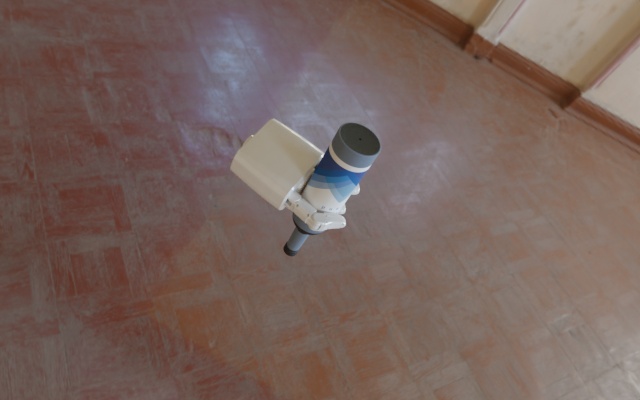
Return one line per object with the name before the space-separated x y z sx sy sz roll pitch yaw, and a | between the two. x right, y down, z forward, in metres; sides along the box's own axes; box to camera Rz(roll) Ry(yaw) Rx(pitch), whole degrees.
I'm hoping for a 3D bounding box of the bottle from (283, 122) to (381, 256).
bottle | 0.000 0.002 0.769 0.069 0.069 0.296 0 -37 -28
